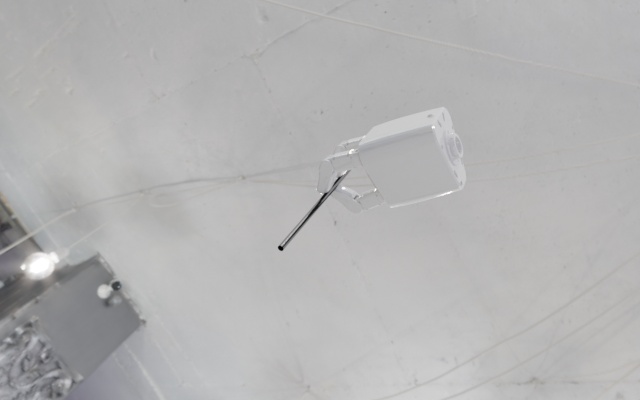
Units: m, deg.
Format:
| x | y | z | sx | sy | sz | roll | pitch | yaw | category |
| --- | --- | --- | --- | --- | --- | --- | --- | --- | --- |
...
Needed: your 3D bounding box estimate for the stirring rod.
| x | y | z | sx | sy | sz | roll | pitch | yaw | category |
| --- | --- | --- | --- | --- | --- | --- | --- | --- | --- |
| 0.000 | 0.002 | 0.667 | 0.011 | 0.011 | 0.239 | 0 | 27 | 27 | stirring rod |
